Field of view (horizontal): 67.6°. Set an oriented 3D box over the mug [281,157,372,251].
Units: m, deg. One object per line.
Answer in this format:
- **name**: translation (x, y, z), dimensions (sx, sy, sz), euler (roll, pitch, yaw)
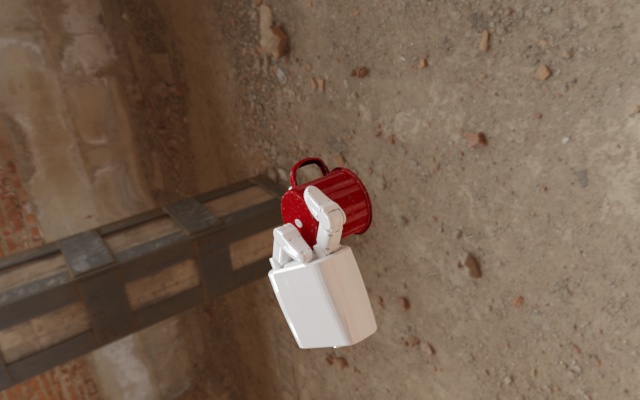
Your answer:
- **mug**: translation (-0.001, 0.001, 0.600), dimensions (0.081, 0.117, 0.093), euler (-22, 0, -31)
